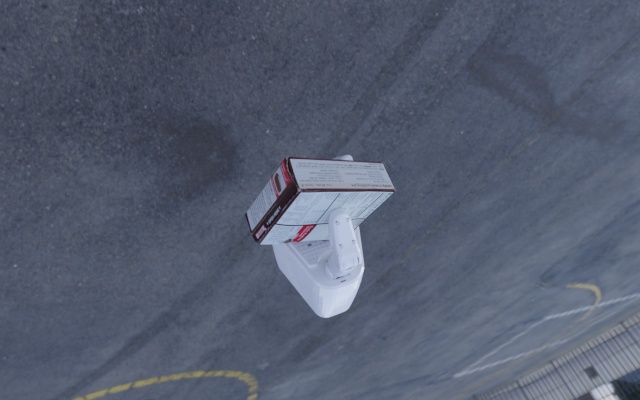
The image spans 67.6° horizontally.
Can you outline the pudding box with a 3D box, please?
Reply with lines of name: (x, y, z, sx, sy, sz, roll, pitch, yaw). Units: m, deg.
pudding box: (0.000, 0.002, 0.443, 0.113, 0.039, 0.090, -2, -34, -37)
